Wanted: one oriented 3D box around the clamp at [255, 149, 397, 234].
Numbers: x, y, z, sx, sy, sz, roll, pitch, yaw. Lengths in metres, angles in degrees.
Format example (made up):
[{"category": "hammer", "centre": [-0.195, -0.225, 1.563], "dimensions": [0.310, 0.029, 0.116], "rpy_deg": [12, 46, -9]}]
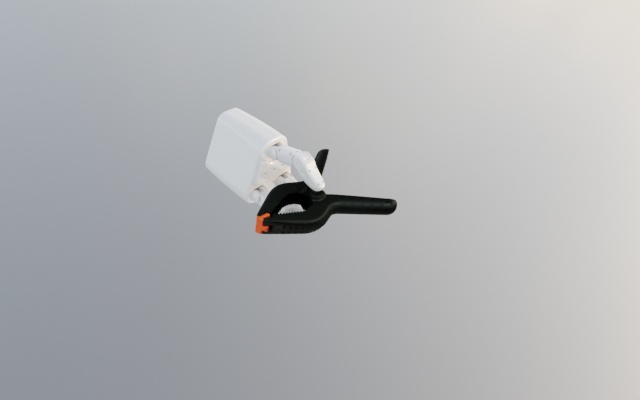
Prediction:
[{"category": "clamp", "centre": [0.000, 0.002, 0.690], "dimensions": [0.164, 0.036, 0.210], "rpy_deg": [34, 44, 25]}]
